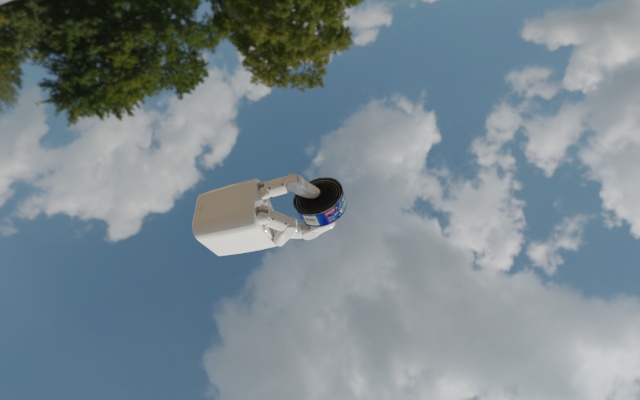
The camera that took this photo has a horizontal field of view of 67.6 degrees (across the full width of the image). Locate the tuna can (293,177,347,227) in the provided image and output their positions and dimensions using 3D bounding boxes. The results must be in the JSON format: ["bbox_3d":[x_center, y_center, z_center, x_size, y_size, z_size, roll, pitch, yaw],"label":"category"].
[{"bbox_3d":[0.000,0.003,0.794,0.086,0.086,0.034,0,-44,26],"label":"tuna can"}]
